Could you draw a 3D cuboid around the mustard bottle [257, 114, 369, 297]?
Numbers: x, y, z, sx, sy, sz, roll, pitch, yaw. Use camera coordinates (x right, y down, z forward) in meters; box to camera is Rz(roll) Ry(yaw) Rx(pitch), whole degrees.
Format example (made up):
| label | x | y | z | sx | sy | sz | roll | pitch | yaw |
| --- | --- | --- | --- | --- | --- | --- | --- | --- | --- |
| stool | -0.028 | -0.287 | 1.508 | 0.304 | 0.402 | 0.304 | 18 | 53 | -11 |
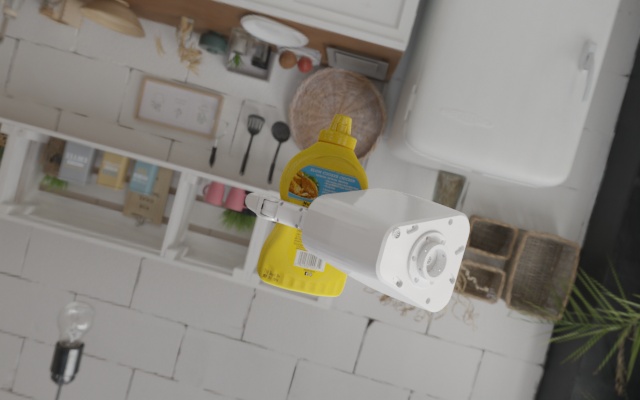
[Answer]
| label | x | y | z | sx | sy | sz | roll | pitch | yaw |
| --- | --- | --- | --- | --- | --- | --- | --- | --- | --- |
| mustard bottle | 0.000 | 0.002 | 0.516 | 0.096 | 0.191 | 0.058 | 15 | 2 | -13 |
